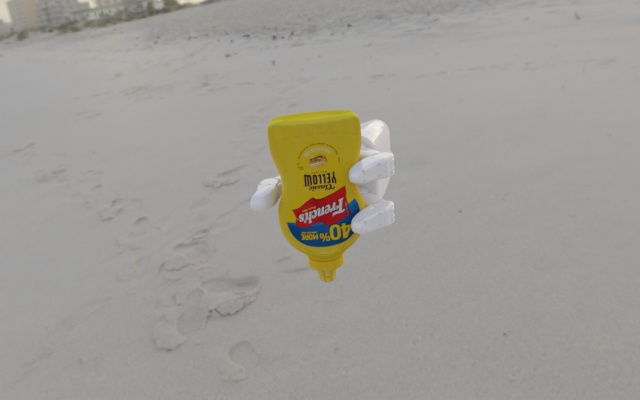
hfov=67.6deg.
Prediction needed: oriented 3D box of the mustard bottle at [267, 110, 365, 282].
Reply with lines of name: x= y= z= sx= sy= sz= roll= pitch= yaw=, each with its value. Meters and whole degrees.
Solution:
mustard bottle: x=0.000 y=0.002 z=0.523 sx=0.096 sy=0.192 sz=0.058 roll=-7 pitch=21 yaw=-4
